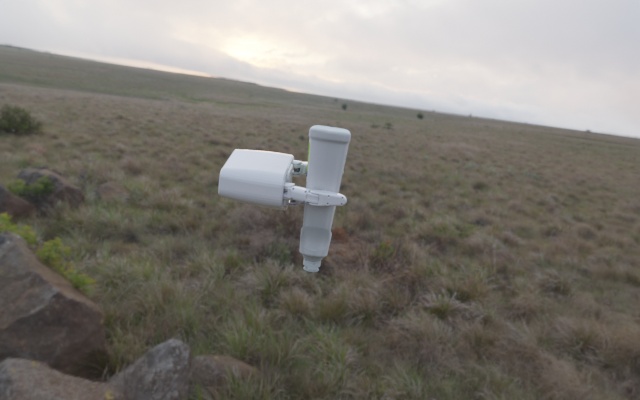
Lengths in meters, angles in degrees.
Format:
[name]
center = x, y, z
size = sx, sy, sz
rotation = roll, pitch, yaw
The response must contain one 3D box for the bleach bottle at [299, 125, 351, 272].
[bleach bottle]
center = 0.000, 0.003, 0.812
size = 0.068, 0.251, 0.102
rotation = 8, 13, 2
